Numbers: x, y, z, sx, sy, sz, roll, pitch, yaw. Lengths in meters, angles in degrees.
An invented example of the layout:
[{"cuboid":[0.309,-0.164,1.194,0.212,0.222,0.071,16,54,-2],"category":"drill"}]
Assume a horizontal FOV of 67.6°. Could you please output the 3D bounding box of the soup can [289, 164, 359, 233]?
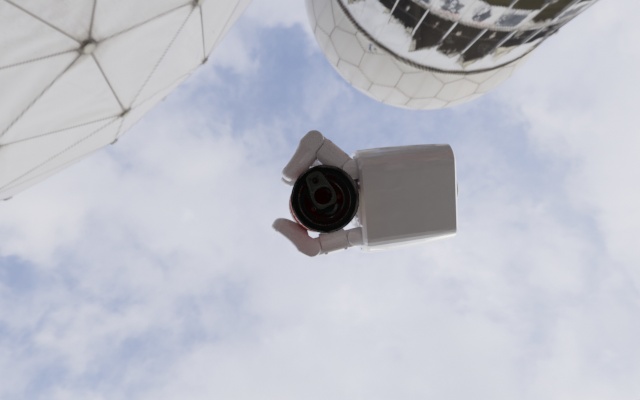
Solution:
[{"cuboid":[0.000,0.002,0.517,0.068,0.068,0.102,0,-4,-5],"category":"soup can"}]
